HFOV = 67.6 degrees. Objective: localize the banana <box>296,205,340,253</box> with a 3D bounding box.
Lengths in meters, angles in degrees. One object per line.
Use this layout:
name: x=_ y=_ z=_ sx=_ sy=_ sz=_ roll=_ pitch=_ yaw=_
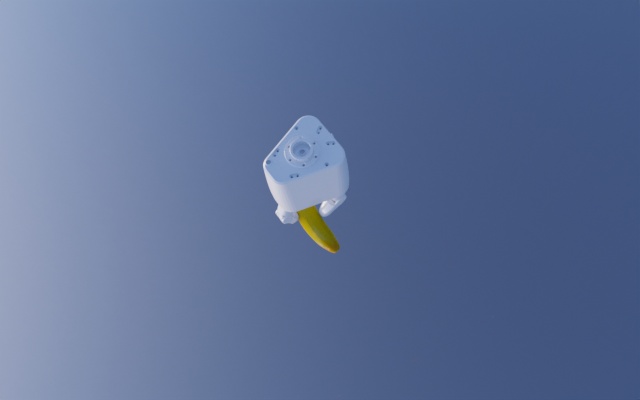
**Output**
banana: x=-0.018 y=0.002 z=0.838 sx=0.069 sy=0.197 sz=0.037 roll=-6 pitch=-25 yaw=-16
